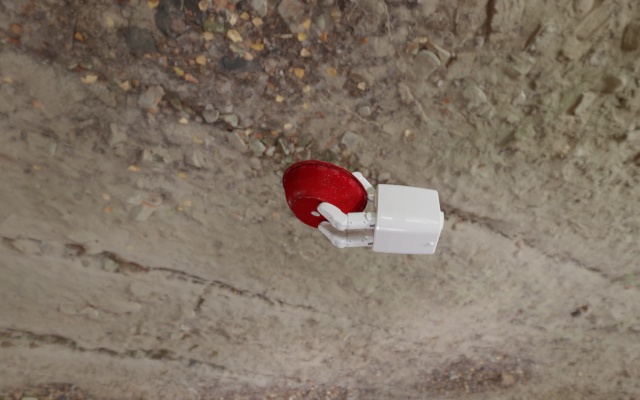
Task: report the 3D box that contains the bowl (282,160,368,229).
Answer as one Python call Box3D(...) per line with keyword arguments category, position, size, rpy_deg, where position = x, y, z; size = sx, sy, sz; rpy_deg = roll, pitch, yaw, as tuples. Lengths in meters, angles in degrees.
Box3D(category="bowl", position=(-0.001, 0.003, 0.852), size=(0.162, 0.055, 0.162), rpy_deg=(13, -36, 10))
